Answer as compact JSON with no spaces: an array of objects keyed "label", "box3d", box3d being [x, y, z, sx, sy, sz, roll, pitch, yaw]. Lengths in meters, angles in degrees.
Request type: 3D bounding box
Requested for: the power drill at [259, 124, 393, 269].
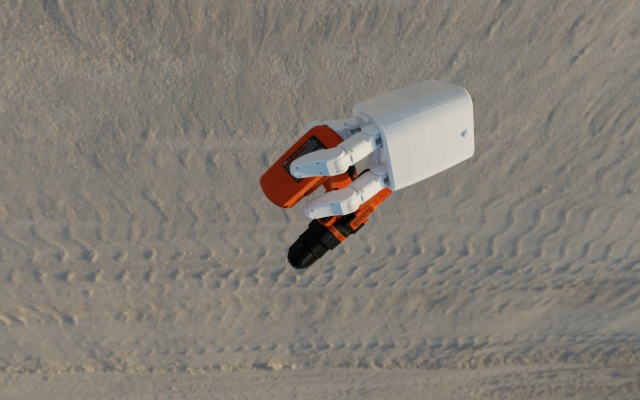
[{"label":"power drill","box3d":[0.000,0.002,0.603,0.057,0.184,0.188,46,1,29]}]
